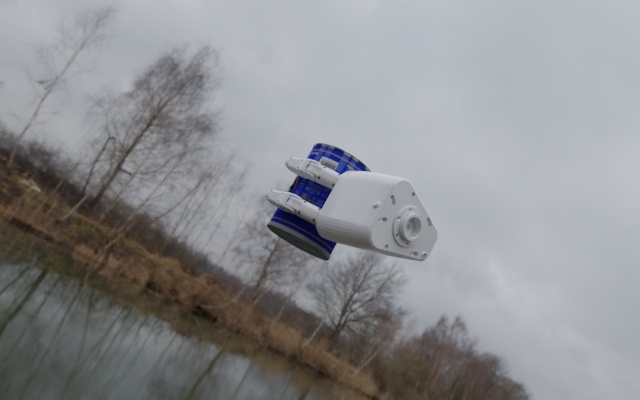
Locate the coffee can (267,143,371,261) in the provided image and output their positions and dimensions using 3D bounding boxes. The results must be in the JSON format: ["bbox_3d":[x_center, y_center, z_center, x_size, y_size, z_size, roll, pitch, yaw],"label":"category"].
[{"bbox_3d":[0.000,0.002,0.701,0.103,0.140,0.103,28,-13,7],"label":"coffee can"}]
